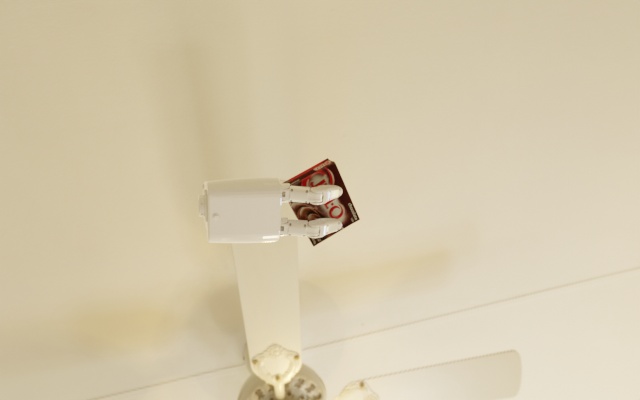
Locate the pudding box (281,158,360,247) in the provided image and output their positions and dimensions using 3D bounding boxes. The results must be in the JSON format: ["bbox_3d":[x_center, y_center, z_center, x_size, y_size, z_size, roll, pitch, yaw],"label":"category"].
[{"bbox_3d":[0.000,0.002,0.760,0.090,0.113,0.039,-29,27,-8],"label":"pudding box"}]
